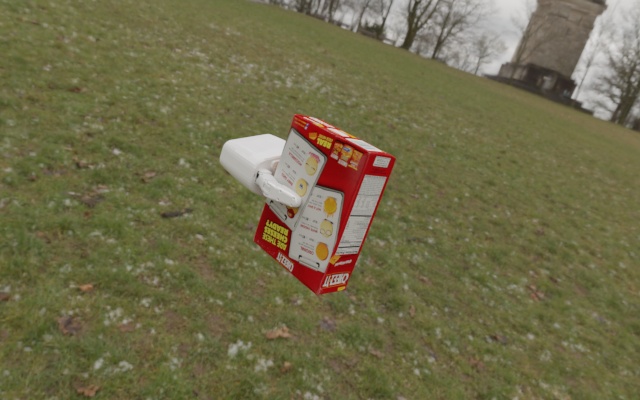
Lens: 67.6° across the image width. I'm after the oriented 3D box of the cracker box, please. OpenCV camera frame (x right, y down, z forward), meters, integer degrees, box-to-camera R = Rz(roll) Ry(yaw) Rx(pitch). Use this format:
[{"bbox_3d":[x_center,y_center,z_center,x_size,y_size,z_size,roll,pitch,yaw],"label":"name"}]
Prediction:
[{"bbox_3d":[0.000,0.002,0.700,0.072,0.214,0.164,2,23,-45],"label":"cracker box"}]
